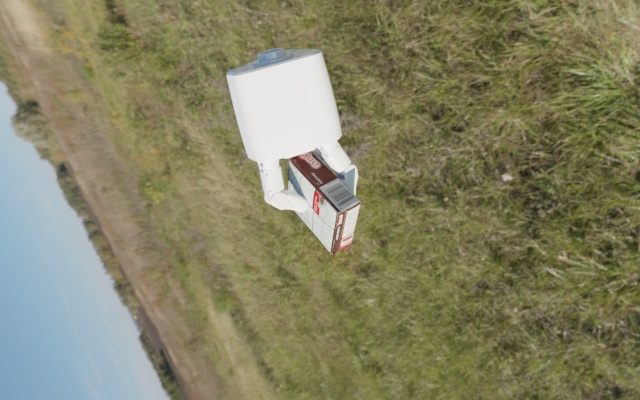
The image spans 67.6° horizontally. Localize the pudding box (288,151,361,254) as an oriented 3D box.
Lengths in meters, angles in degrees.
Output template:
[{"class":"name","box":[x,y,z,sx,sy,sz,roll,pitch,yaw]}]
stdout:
[{"class":"pudding box","box":[0.000,0.002,0.633,0.039,0.090,0.113,-25,56,-25]}]
